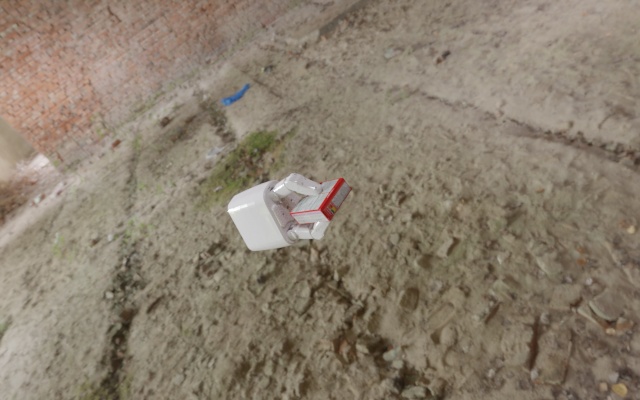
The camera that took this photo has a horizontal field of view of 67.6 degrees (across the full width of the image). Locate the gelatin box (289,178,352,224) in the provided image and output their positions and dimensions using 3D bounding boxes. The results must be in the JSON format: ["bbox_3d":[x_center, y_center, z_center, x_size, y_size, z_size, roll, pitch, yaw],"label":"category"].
[{"bbox_3d":[0.000,0.002,0.787,0.030,0.073,0.089,49,-32,-22],"label":"gelatin box"}]
